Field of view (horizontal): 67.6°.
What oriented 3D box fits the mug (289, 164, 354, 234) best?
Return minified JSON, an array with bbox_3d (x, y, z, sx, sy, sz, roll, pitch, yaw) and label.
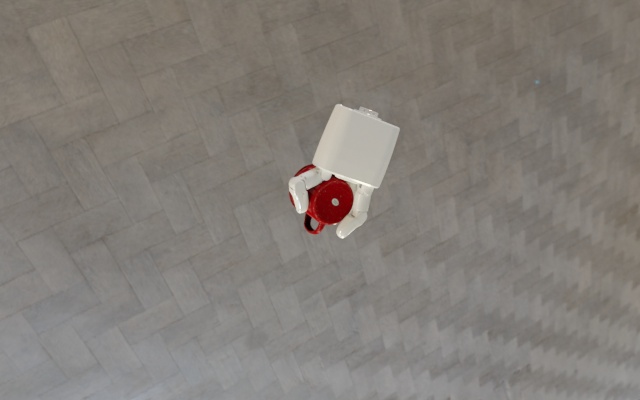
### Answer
[{"bbox_3d":[0.000,0.004,0.823,0.093,0.117,0.081,13,12,-32],"label":"mug"}]
